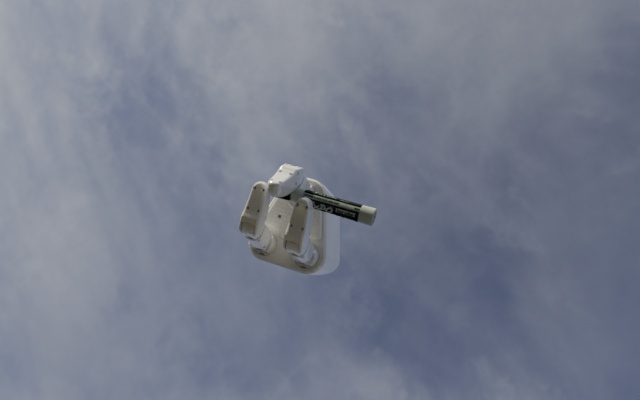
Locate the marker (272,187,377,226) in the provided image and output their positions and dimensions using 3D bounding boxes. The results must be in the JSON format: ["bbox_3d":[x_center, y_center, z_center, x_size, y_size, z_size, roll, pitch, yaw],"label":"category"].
[{"bbox_3d":[0.000,0.002,0.509,0.121,0.020,0.020,16,4,16],"label":"marker"}]
